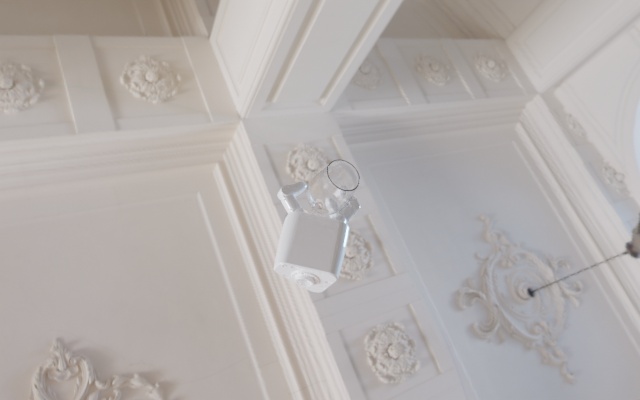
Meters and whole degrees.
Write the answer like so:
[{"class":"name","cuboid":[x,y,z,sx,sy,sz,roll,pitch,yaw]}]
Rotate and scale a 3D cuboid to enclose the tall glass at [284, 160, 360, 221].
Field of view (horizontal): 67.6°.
[{"class":"tall glass","cuboid":[0.000,0.003,0.880,0.079,0.079,0.201,0,-28,-26]}]
